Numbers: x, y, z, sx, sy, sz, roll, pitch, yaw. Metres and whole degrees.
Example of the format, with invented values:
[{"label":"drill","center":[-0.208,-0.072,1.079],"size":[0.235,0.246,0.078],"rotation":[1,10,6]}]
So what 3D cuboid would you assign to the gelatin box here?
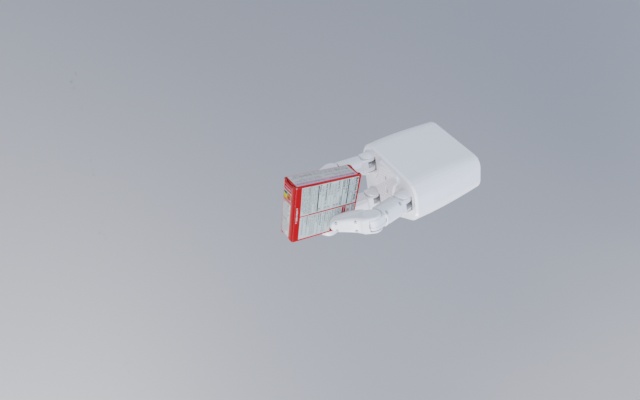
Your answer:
[{"label":"gelatin box","center":[0.000,0.002,0.551],"size":[0.089,0.073,0.030],"rotation":[-14,38,-30]}]
